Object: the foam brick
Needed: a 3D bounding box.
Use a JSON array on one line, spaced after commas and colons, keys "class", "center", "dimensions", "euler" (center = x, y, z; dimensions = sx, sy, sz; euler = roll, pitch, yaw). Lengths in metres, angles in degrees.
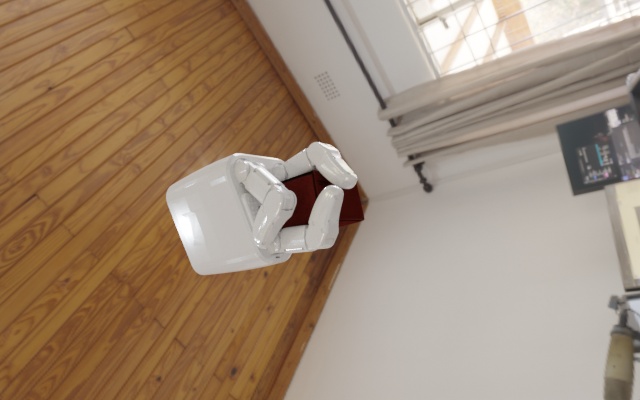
[{"class": "foam brick", "center": [0.000, 0.002, 0.497], "dimensions": [0.051, 0.053, 0.078], "euler": [-18, -12, 35]}]
